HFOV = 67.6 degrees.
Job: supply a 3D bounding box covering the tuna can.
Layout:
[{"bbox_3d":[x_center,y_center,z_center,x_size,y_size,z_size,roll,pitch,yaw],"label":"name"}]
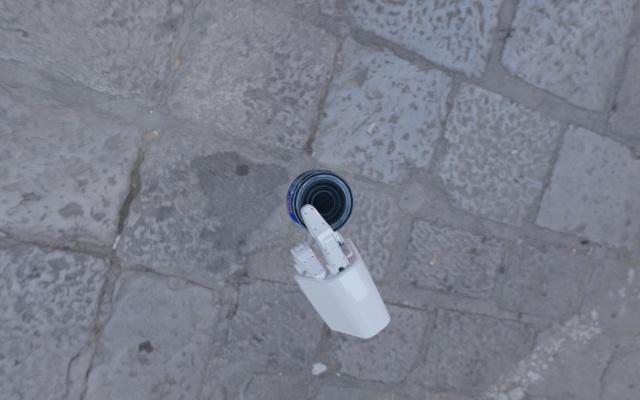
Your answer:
[{"bbox_3d":[0.000,0.002,0.629,0.086,0.086,0.033,0,5,-16],"label":"tuna can"}]
